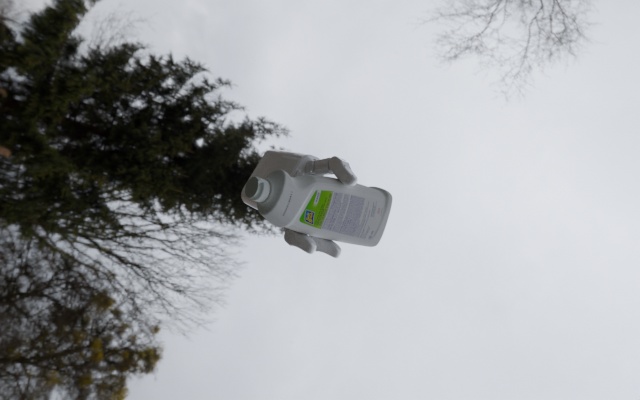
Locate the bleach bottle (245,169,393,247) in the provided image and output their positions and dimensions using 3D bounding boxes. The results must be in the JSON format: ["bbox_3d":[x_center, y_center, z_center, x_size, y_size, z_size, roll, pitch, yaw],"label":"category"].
[{"bbox_3d":[0.000,0.002,0.703,0.251,0.102,0.068,18,-2,-43],"label":"bleach bottle"}]
